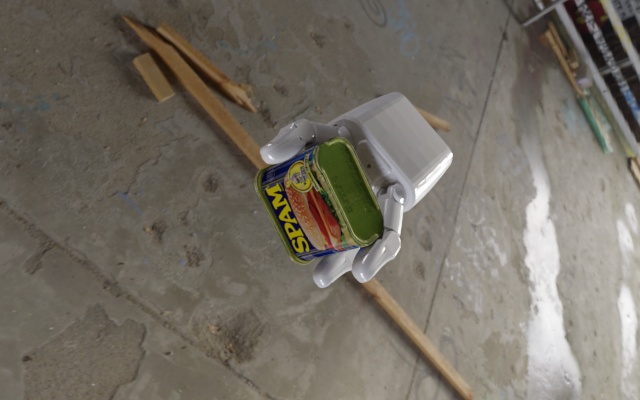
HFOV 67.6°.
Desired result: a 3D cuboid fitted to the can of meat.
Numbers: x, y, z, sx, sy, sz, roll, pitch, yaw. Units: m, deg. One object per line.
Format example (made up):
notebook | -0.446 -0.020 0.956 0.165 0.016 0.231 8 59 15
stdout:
can of meat | 0.000 0.001 0.436 0.084 0.102 0.057 -20 9 44
